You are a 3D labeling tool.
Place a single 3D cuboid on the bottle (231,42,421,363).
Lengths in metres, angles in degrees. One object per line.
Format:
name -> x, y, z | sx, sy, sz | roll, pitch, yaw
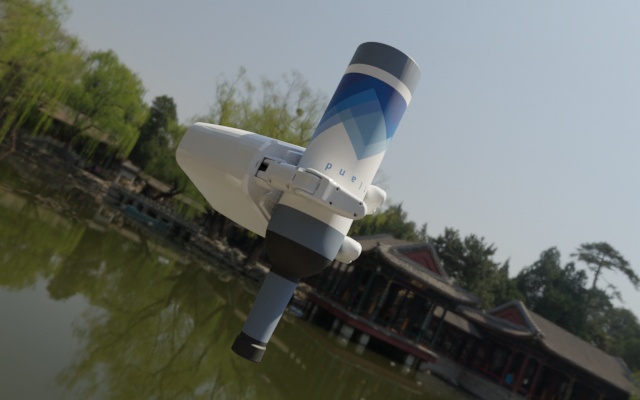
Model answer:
bottle -> 0.000, 0.001, 0.428 | 0.069, 0.295, 0.069 | 26, -9, 4
